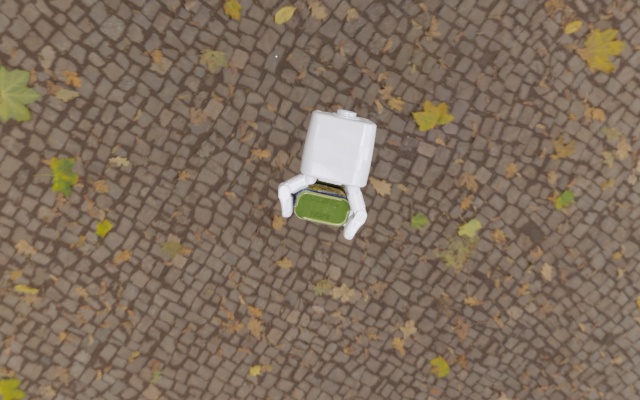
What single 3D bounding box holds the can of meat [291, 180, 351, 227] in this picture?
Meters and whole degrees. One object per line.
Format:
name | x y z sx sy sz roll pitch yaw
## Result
can of meat | 0.000 0.003 0.851 0.102 0.057 0.084 12 15 -9
